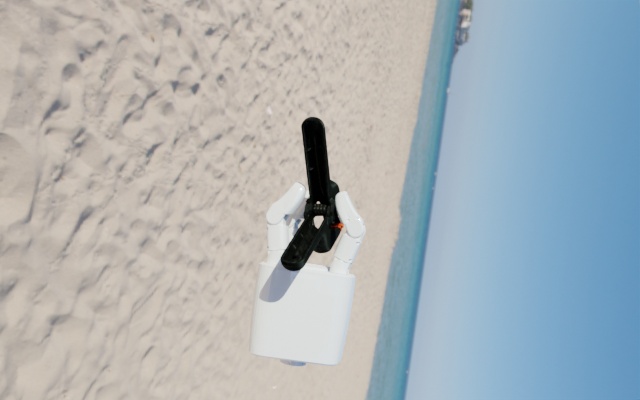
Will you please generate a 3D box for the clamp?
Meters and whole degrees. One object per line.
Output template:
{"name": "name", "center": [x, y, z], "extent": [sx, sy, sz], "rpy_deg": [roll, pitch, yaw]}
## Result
{"name": "clamp", "center": [0.001, 0.002, 0.578], "extent": [0.036, 0.164, 0.210], "rpy_deg": [6, -6, 13]}
